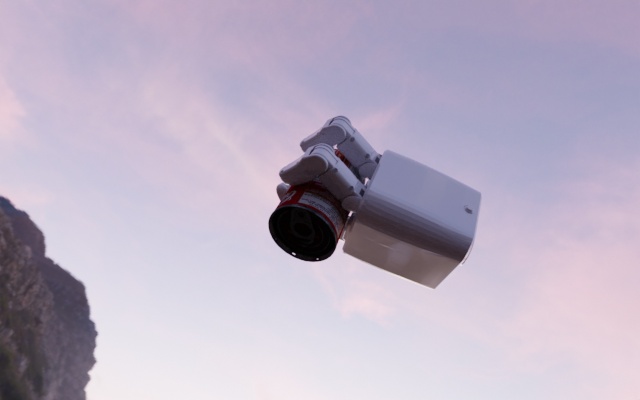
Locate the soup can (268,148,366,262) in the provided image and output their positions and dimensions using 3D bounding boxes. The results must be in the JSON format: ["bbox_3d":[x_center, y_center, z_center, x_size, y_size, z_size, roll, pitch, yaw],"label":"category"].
[{"bbox_3d":[0.000,0.001,0.475,0.068,0.068,0.102,0,37,26],"label":"soup can"}]
